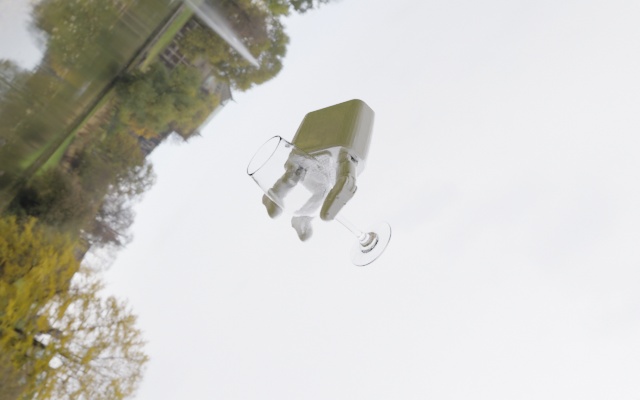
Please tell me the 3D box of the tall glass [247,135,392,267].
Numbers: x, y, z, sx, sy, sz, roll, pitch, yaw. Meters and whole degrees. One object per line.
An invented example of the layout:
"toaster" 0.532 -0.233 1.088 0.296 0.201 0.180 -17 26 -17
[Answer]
"tall glass" 0.001 0.003 0.620 0.201 0.079 0.079 39 -19 -25
